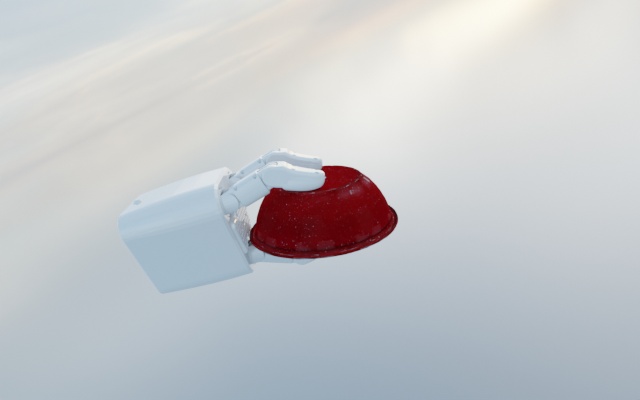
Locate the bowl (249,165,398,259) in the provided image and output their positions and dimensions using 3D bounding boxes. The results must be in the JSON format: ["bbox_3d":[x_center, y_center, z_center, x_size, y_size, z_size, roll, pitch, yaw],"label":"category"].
[{"bbox_3d":[0.001,0.001,0.509,0.162,0.055,0.162,-6,20,2],"label":"bowl"}]
